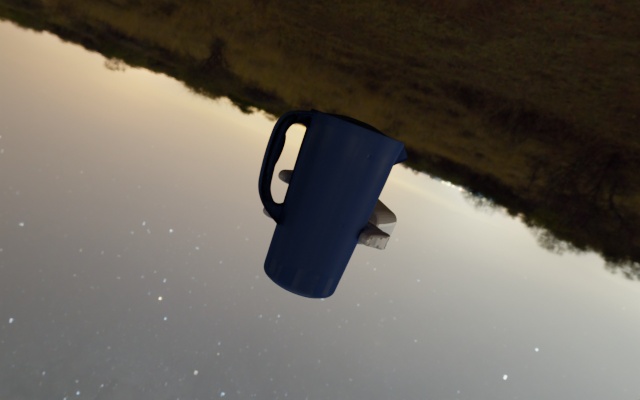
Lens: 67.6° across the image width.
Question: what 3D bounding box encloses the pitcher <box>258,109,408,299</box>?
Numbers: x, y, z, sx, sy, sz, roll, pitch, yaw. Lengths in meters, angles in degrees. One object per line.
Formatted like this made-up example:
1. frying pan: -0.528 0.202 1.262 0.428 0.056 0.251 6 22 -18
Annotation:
1. pitcher: 0.000 0.002 0.653 0.149 0.243 0.145 25 10 25
